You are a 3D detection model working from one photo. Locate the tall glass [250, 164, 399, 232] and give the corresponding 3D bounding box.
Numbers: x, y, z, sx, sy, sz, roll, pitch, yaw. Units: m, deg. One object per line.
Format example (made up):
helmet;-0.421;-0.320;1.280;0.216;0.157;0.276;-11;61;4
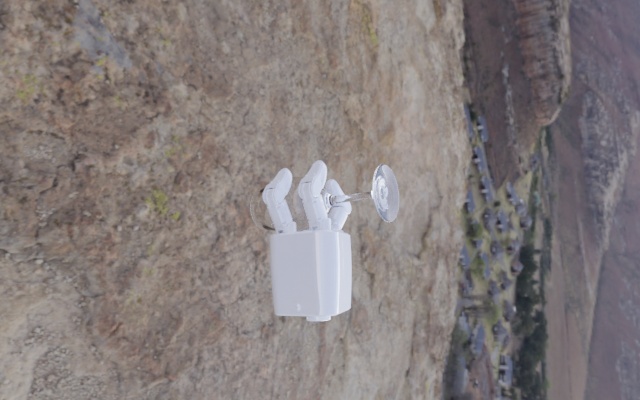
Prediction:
tall glass;0.001;0.002;0.653;0.201;0.079;0.079;-7;-4;32
